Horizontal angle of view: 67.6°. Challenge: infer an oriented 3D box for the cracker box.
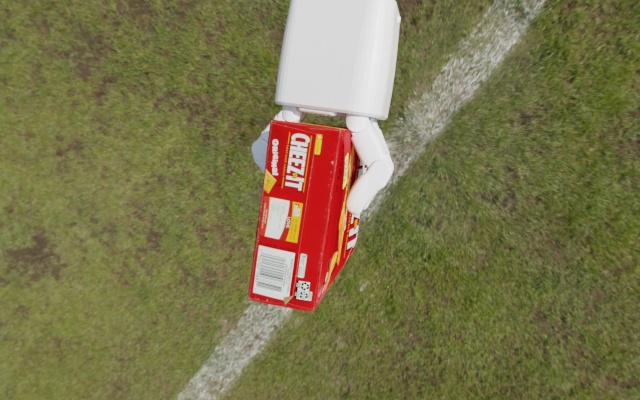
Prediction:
[{"bbox_3d":[0.000,0.002,0.508,0.072,0.164,0.213,10,10,12],"label":"cracker box"}]
